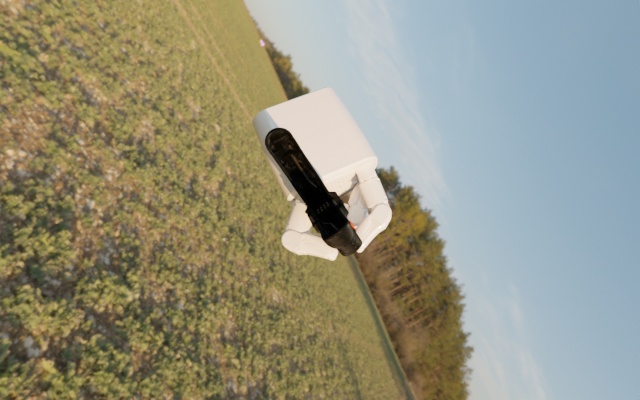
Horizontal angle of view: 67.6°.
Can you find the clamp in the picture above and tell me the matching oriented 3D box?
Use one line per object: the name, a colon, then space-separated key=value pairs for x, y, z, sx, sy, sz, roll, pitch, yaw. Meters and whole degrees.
clamp: x=0.001 y=0.001 z=0.451 sx=0.039 sy=0.120 sz=0.171 roll=-27 pitch=-16 yaw=1
